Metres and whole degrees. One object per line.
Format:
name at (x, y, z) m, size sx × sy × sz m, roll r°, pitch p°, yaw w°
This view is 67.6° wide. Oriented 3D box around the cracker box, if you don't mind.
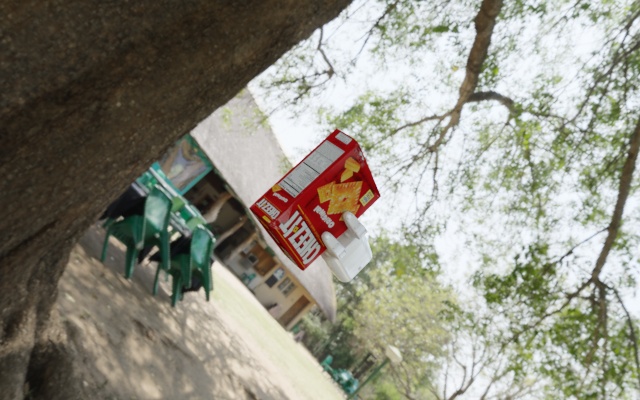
cracker box at (0.000, 0.003, 0.866) m, size 0.072 × 0.213 × 0.164 m, roll 36°, pitch -16°, yaw 39°
